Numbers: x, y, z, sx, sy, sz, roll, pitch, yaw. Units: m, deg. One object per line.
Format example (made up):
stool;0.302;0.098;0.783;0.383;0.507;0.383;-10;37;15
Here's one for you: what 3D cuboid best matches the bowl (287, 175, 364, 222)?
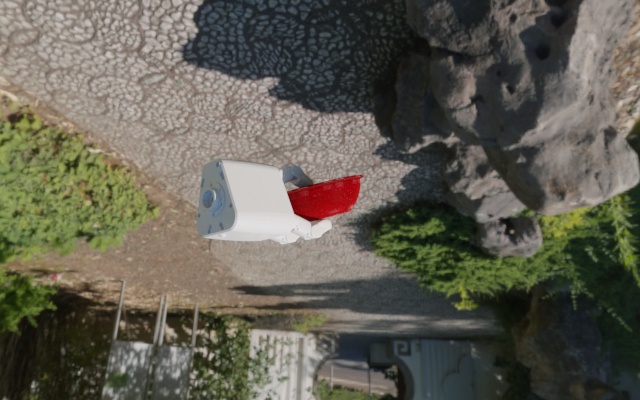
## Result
bowl;0.001;0.003;0.798;0.162;0.055;0.162;-15;-1;0
